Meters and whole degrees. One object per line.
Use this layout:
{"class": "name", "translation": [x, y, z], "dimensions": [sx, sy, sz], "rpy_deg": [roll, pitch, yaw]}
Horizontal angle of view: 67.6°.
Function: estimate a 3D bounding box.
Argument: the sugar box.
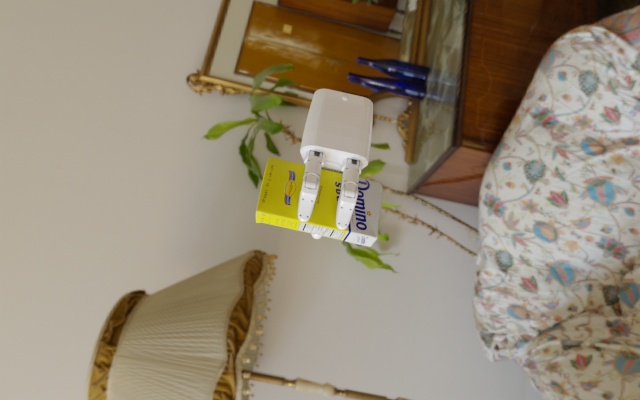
{"class": "sugar box", "translation": [0.000, 0.002, 0.697], "dimensions": [0.176, 0.093, 0.048], "rpy_deg": [11, -26, -4]}
